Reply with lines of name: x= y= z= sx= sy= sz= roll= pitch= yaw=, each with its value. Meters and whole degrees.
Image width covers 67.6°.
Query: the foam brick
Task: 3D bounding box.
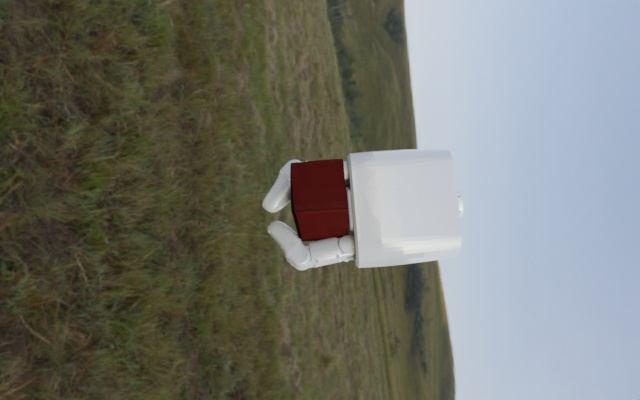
foam brick: x=0.000 y=0.002 z=0.467 sx=0.051 sy=0.053 sz=0.078 roll=-4 pitch=-25 yaw=2
